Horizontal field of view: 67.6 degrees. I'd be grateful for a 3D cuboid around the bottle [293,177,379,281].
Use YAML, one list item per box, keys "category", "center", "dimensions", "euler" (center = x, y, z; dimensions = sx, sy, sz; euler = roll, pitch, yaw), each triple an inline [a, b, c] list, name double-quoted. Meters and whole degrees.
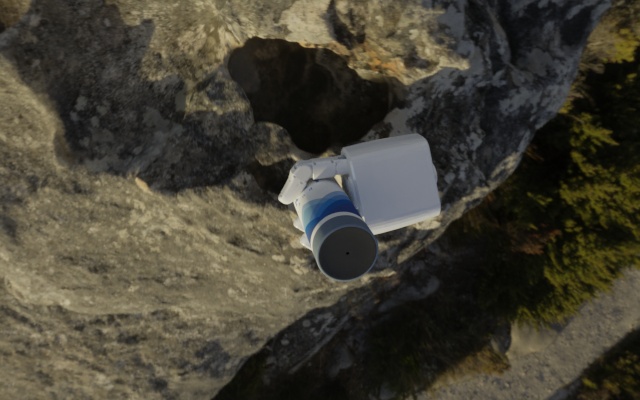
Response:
- category: "bottle"
  center: [0.000, 0.002, 0.626]
  dimensions: [0.069, 0.069, 0.295]
  euler: [0, 21, -12]
